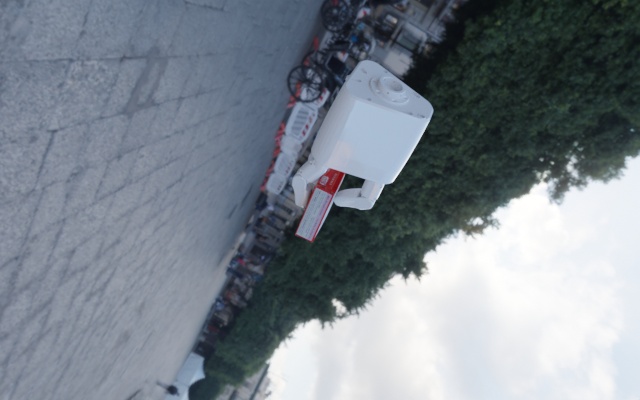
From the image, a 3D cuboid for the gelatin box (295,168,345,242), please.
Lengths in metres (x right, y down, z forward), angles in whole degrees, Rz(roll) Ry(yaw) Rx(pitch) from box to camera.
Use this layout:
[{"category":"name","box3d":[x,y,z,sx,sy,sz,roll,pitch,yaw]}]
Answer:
[{"category":"gelatin box","box3d":[0.000,0.003,0.662,0.030,0.089,0.073,25,32,3]}]
